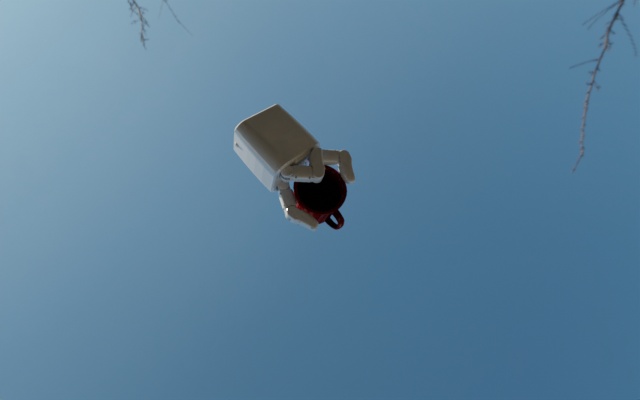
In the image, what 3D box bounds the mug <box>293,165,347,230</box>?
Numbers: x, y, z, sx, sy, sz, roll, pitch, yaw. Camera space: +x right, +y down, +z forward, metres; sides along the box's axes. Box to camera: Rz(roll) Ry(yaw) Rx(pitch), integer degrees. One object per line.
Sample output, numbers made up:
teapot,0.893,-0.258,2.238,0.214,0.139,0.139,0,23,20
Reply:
mug,0.001,0.004,0.843,0.093,0.117,0.081,-38,-9,-22
